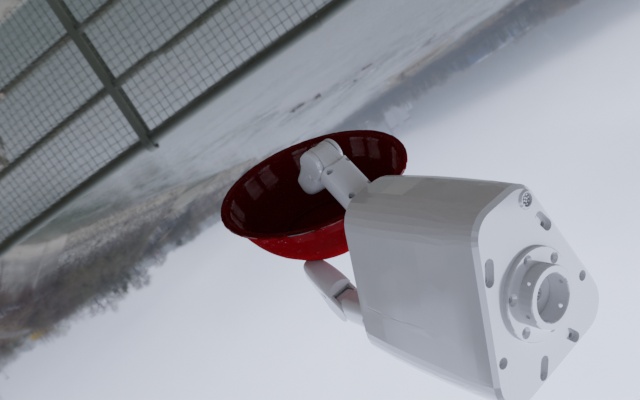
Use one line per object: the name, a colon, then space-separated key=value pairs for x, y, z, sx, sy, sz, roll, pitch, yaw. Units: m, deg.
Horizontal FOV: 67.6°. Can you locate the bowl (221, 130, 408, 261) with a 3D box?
bowl: x=0.000 y=0.001 z=0.409 sx=0.162 sy=0.055 sz=0.162 roll=-16 pitch=30 yaw=9
